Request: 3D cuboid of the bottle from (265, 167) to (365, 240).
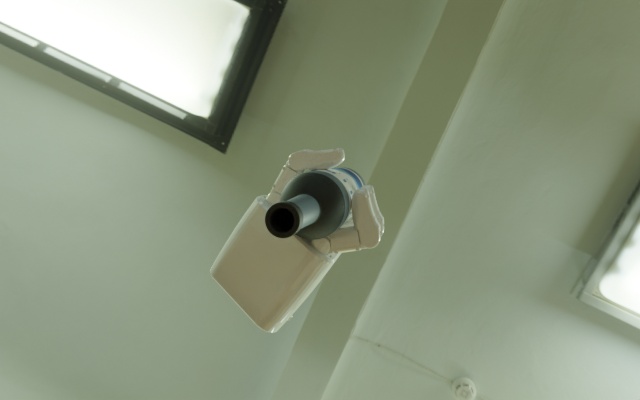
[{"bbox_3d":[0.000,0.002,0.499,0.069,0.069,0.295,0,5,11],"label":"bottle"}]
